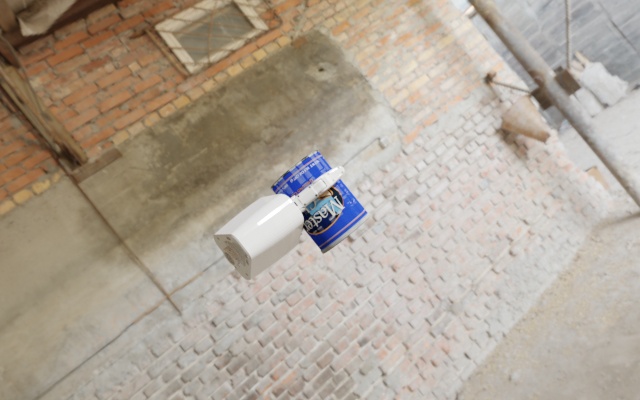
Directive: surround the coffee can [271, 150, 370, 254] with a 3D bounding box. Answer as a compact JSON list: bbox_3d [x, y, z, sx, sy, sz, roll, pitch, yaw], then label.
[{"bbox_3d":[0.000,0.003,0.796,0.103,0.140,0.103,-39,-2,-1],"label":"coffee can"}]
